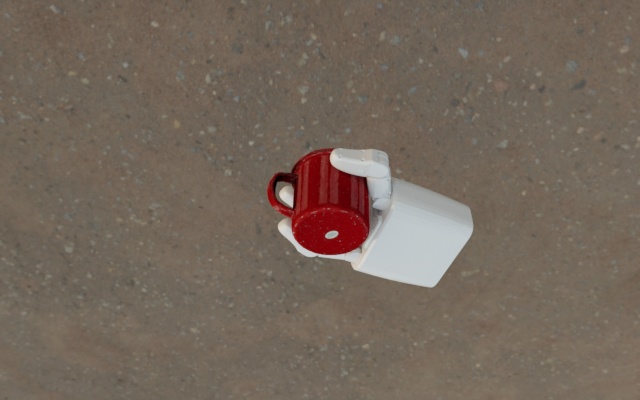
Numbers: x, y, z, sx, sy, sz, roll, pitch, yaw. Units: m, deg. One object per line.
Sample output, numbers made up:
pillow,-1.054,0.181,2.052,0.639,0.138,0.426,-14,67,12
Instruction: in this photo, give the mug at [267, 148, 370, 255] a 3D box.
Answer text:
mug,-0.001,0.001,0.512,0.117,0.081,0.093,16,-44,-15
